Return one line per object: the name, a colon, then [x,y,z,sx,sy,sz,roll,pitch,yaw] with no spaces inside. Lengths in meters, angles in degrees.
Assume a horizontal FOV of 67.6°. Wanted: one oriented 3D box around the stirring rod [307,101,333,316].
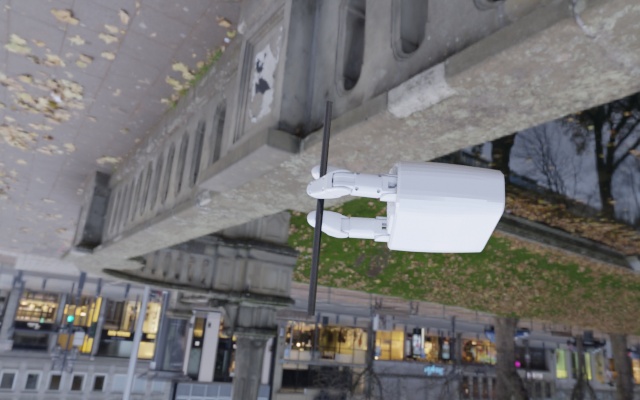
stirring rod: [0.000,0.002,0.518,0.011,0.239,0.011,5,-16,1]
